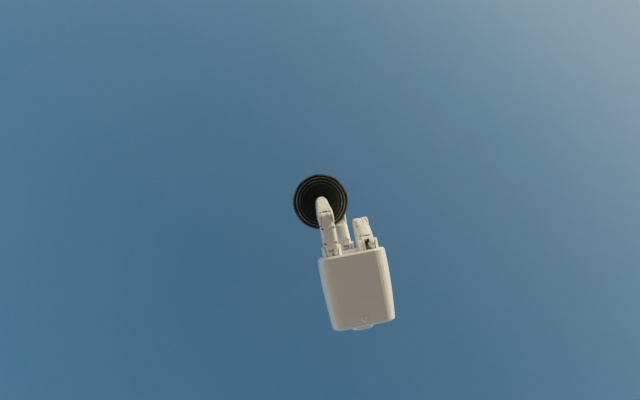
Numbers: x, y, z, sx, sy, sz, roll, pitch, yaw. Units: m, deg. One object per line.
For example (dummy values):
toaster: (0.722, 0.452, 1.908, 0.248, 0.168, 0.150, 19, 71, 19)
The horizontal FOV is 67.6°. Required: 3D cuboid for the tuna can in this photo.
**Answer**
tuna can: (0.000, 0.002, 0.755, 0.086, 0.086, 0.034, 0, -2, 0)
